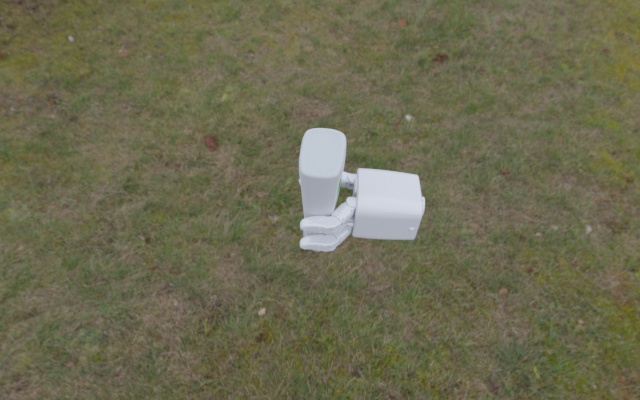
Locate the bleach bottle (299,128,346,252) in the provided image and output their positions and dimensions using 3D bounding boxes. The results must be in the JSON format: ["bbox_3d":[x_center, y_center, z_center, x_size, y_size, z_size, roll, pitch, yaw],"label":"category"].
[{"bbox_3d":[0.000,0.003,0.800,0.068,0.102,0.251,6,-36,3],"label":"bleach bottle"}]
